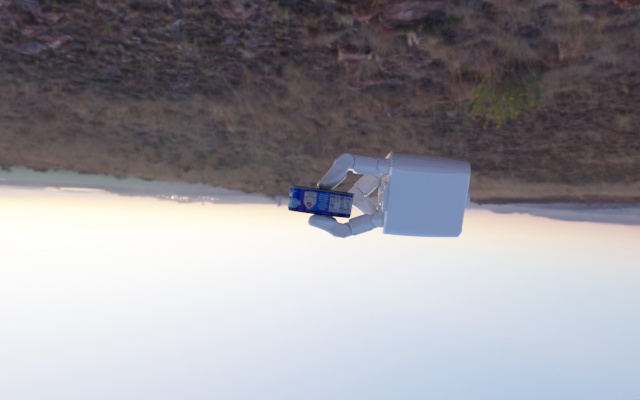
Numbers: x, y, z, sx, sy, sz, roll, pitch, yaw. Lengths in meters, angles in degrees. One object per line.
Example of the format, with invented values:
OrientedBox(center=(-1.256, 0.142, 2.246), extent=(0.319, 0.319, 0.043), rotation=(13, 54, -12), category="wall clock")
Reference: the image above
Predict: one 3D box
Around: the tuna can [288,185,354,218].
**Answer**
OrientedBox(center=(0.000, 0.003, 0.631), extent=(0.086, 0.034, 0.086), rotation=(7, 0, 0), category="tuna can")
